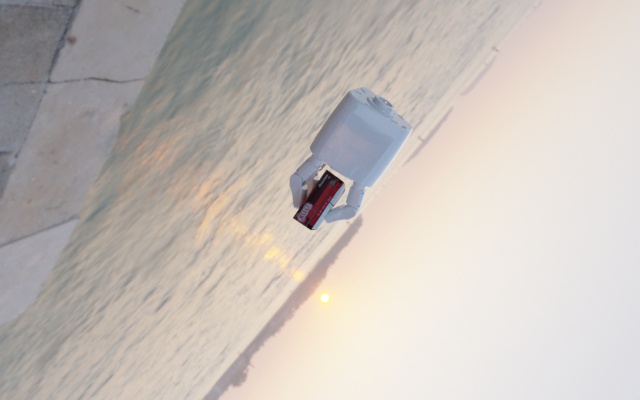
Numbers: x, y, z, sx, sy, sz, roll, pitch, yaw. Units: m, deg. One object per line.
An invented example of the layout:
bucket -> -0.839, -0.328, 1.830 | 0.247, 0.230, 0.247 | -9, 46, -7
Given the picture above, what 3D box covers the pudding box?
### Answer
pudding box -> 0.000, 0.003, 0.760 | 0.039, 0.090, 0.113 | 36, -1, 7
